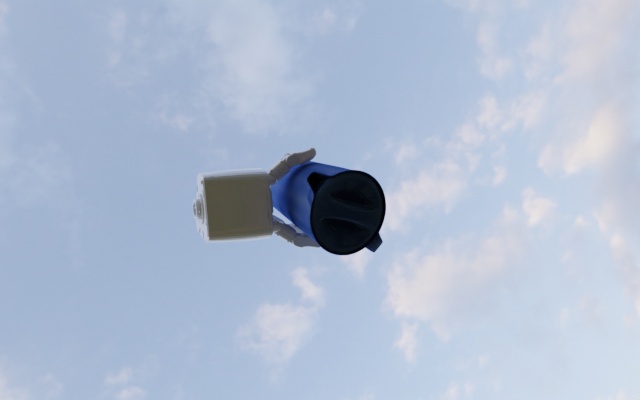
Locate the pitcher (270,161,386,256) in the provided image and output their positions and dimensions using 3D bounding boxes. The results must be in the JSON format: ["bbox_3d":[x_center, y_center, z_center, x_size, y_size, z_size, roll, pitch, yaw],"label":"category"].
[{"bbox_3d":[0.000,0.003,0.823,0.145,0.149,0.242,-7,15,-25],"label":"pitcher"}]
